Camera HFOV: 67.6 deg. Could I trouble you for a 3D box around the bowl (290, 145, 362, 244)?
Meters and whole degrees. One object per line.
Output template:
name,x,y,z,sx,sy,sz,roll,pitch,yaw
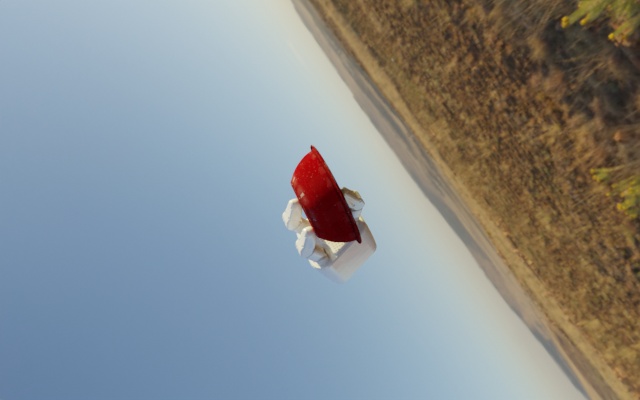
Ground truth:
bowl,-0.001,0.002,0.700,0.055,0.162,0.162,-26,2,-4
